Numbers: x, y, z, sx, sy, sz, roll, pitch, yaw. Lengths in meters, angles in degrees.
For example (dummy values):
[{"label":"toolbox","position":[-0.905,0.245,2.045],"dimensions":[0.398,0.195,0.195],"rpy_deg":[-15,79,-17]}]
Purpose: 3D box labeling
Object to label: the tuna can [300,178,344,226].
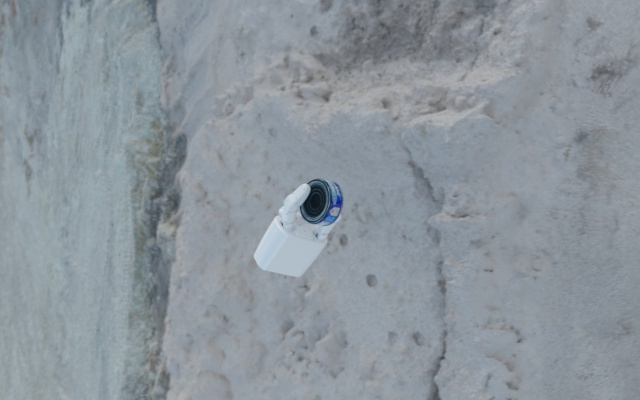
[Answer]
[{"label":"tuna can","position":[0.000,0.003,0.876],"dimensions":[0.034,0.086,0.086],"rpy_deg":[11,-7,-43]}]
